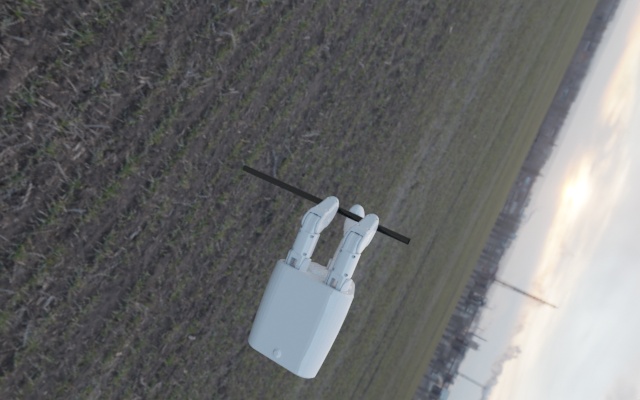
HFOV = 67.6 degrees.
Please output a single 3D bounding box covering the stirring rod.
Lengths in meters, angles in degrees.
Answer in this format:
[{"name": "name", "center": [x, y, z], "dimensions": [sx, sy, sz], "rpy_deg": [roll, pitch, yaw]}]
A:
[{"name": "stirring rod", "center": [0.000, 0.002, 0.595], "dimensions": [0.239, 0.011, 0.011], "rpy_deg": [24, 9, 21]}]
